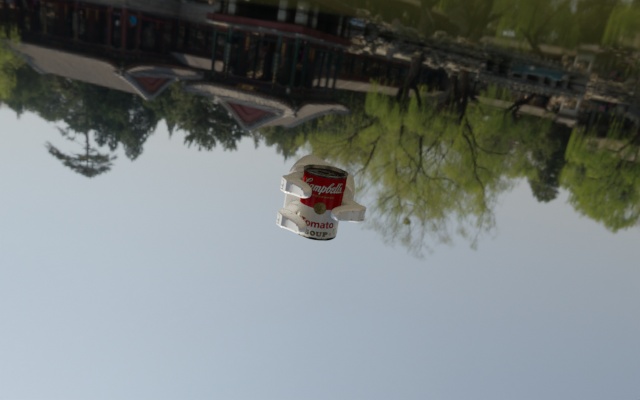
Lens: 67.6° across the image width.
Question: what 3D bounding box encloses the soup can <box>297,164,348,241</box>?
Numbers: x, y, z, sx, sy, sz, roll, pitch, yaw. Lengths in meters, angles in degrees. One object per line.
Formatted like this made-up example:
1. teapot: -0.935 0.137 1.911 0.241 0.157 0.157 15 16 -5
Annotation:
1. soup can: 0.000 0.003 0.729 0.068 0.102 0.068 9 17 -3
